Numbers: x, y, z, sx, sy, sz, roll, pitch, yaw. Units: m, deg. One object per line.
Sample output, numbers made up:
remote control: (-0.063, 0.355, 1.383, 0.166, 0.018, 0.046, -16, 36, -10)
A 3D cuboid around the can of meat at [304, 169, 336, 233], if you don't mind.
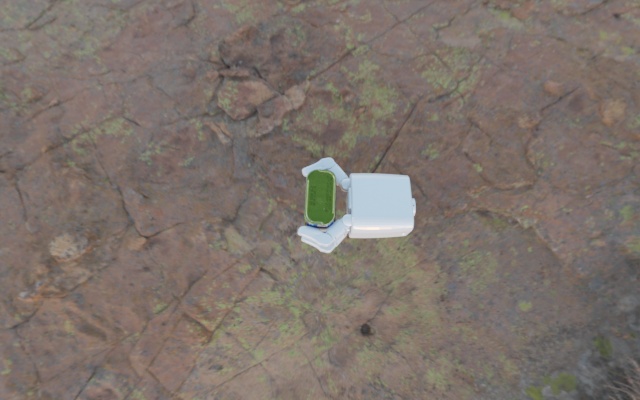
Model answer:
can of meat: (0.000, 0.003, 0.839, 0.057, 0.102, 0.084, 2, -13, 0)
